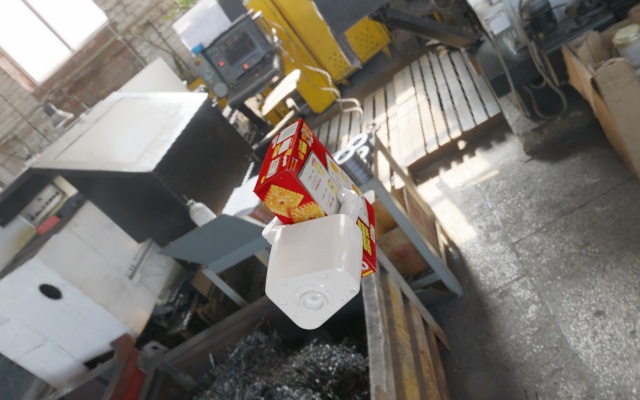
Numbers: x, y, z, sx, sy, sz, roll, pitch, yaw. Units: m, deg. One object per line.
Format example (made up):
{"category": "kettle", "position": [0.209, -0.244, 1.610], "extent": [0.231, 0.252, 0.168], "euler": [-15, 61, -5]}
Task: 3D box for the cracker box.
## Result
{"category": "cracker box", "position": [0.000, 0.002, 0.737], "extent": [0.072, 0.214, 0.164], "euler": [-29, 27, 23]}
